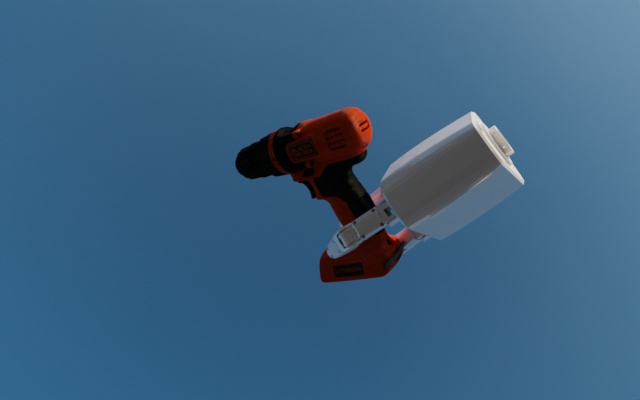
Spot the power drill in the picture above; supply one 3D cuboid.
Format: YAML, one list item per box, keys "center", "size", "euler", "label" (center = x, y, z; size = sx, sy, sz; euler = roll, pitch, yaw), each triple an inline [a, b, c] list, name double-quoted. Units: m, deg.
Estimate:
- center: [0.001, 0.002, 0.542]
  size: [0.184, 0.188, 0.057]
  euler: [-12, 21, 40]
  label: "power drill"
